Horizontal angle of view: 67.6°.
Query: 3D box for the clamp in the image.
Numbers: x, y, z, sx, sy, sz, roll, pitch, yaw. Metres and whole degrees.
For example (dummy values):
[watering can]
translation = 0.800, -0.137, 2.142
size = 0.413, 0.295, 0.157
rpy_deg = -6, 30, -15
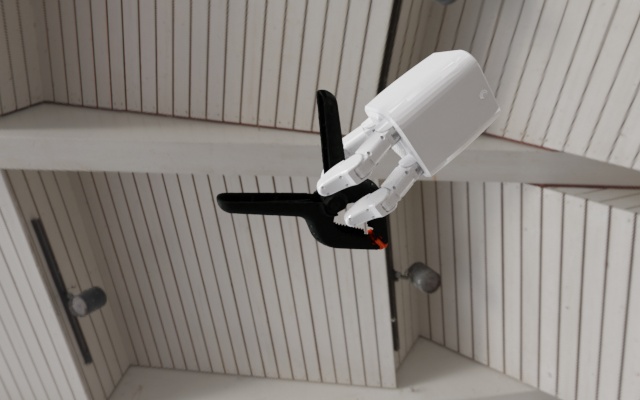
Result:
[clamp]
translation = 0.000, 0.002, 0.540
size = 0.210, 0.164, 0.036
rpy_deg = 48, 6, -35
